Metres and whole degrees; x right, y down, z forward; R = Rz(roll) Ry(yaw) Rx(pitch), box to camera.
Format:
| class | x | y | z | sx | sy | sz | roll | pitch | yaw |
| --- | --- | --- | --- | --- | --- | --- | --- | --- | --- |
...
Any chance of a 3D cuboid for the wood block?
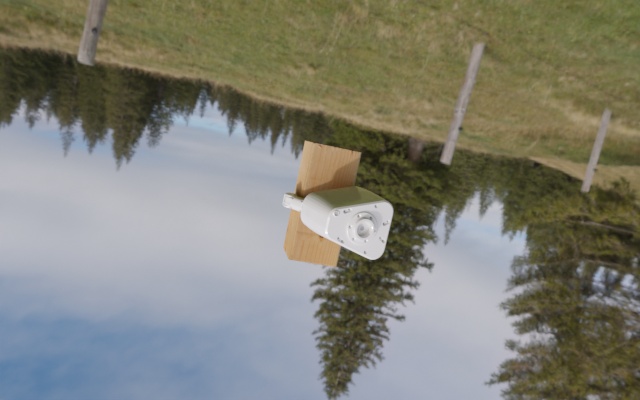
| class | x | y | z | sx | sy | sz | roll | pitch | yaw |
| --- | --- | --- | --- | --- | --- | --- | --- | --- | --- |
| wood block | 0.000 | 0.003 | 0.859 | 0.091 | 0.206 | 0.090 | 11 | 7 | -12 |
